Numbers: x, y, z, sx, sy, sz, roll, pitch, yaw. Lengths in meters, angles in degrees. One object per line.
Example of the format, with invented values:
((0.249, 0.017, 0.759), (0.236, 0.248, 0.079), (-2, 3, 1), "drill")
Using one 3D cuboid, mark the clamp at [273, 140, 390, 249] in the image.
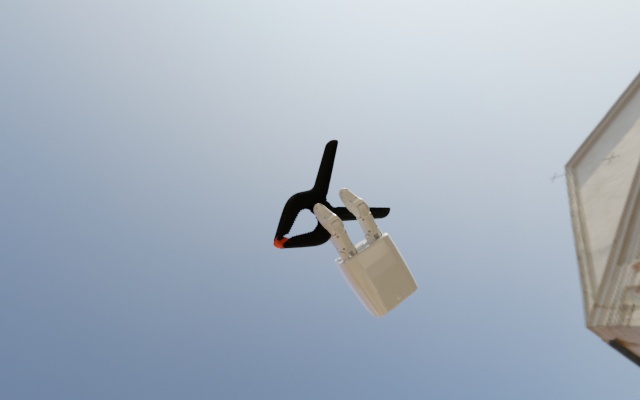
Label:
((0.000, 0.003, 0.803), (0.210, 0.164, 0.036), (-32, -1, -23), "clamp")
